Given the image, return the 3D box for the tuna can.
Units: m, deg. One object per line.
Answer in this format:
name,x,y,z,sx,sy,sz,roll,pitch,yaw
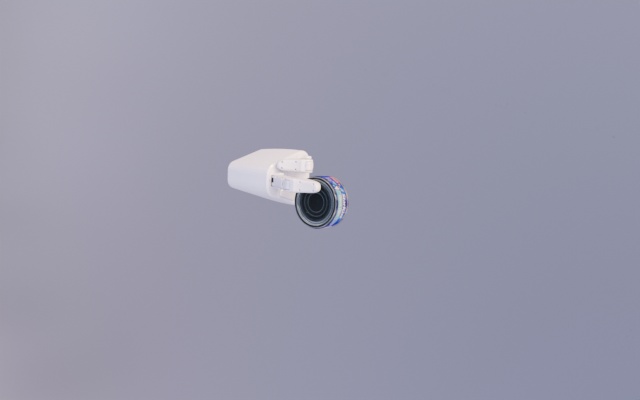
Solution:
tuna can,0.000,0.003,0.768,0.086,0.086,0.034,0,2,35
